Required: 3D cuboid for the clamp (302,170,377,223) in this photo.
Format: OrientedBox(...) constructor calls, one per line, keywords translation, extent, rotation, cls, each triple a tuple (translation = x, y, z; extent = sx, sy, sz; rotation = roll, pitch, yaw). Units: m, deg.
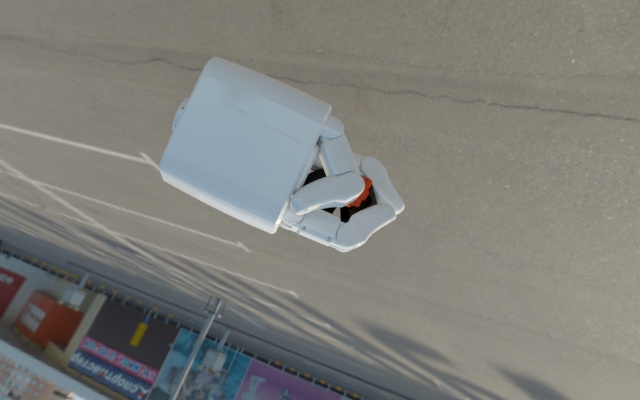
OrientedBox(translation=(0.000, 0.002, 0.483), extent=(0.120, 0.039, 0.171), rotation=(24, -20, -3), cls="clamp")
